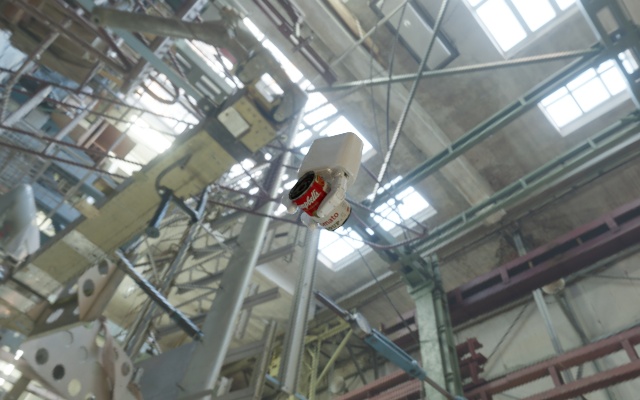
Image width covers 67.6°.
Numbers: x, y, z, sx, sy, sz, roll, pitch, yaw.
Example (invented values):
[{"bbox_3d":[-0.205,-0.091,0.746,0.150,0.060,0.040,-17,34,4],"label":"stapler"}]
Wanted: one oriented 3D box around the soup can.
[{"bbox_3d":[0.000,0.003,0.887,0.102,0.068,0.068,42,-20,-24],"label":"soup can"}]
